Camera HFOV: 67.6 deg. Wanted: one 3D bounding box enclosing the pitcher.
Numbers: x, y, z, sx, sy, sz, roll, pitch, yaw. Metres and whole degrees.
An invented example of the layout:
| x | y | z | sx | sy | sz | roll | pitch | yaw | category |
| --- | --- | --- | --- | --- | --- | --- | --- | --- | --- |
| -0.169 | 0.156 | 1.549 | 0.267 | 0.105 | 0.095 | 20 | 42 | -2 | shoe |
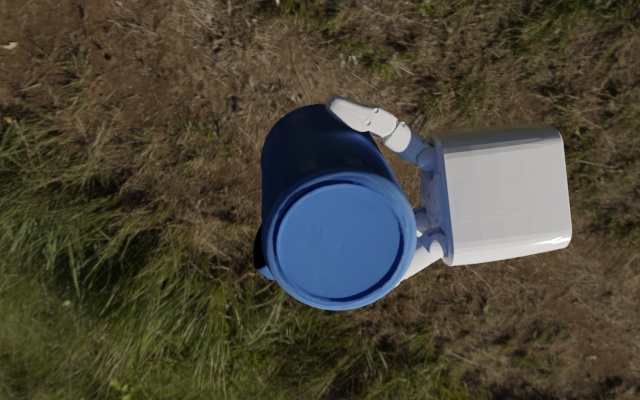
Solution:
| x | y | z | sx | sy | sz | roll | pitch | yaw | category |
| --- | --- | --- | --- | --- | --- | --- | --- | --- | --- |
| 0.000 | 0.001 | 0.435 | 0.145 | 0.149 | 0.242 | -5 | 18 | -2 | pitcher |
